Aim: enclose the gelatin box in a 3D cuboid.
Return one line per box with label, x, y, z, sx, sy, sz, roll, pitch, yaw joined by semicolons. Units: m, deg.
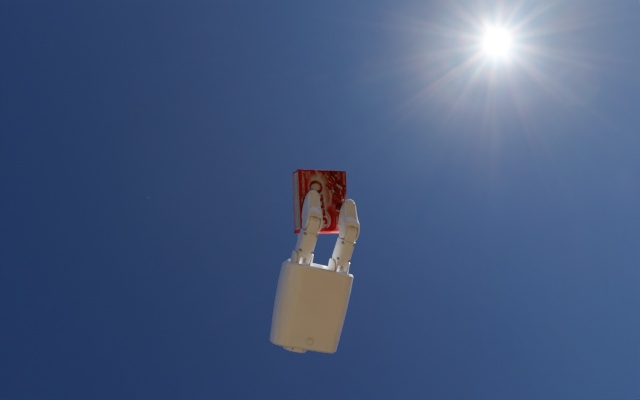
gelatin box;0.000;0.002;0.672;0.073;0.089;0.030;1;-9;-22
